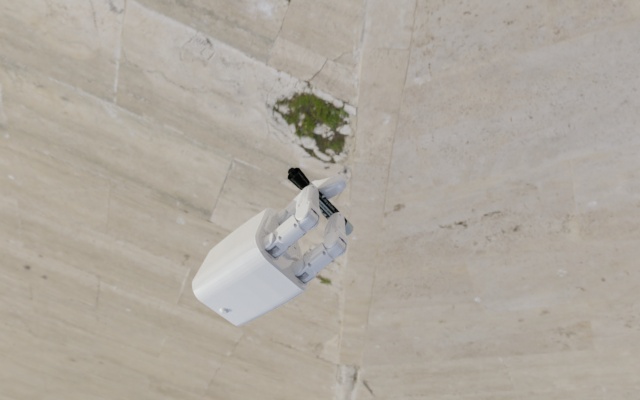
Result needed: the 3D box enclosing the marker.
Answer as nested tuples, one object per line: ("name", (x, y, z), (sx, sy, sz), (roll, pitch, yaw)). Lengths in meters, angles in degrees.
("marker", (0.000, 0.002, 0.589), (0.020, 0.020, 0.121), (0, -38, 48))
